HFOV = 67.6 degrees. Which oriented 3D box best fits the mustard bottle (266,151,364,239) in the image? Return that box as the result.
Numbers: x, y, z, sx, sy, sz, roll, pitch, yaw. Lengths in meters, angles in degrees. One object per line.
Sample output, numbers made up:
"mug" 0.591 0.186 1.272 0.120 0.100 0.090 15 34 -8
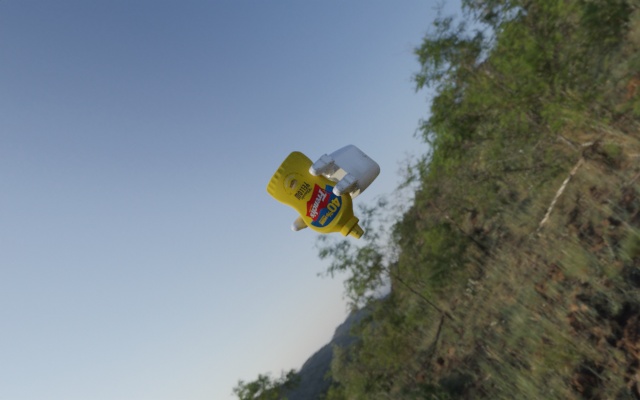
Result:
"mustard bottle" 0.000 0.003 0.863 0.191 0.096 0.058 39 12 10
